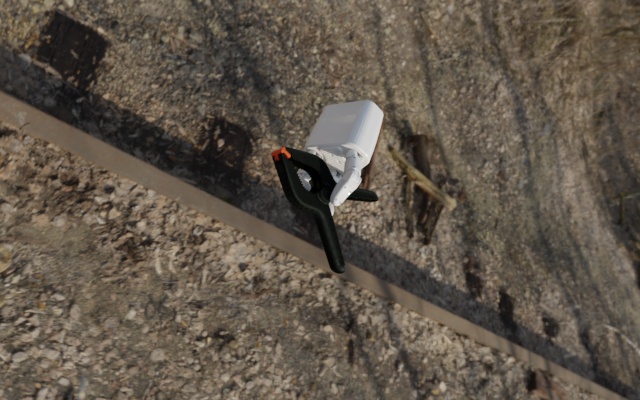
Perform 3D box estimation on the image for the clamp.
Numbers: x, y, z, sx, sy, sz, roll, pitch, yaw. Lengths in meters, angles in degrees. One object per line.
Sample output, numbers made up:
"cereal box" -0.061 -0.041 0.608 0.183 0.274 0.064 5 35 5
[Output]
"clamp" 0.000 0.002 0.742 0.210 0.164 0.036 39 -34 -28
